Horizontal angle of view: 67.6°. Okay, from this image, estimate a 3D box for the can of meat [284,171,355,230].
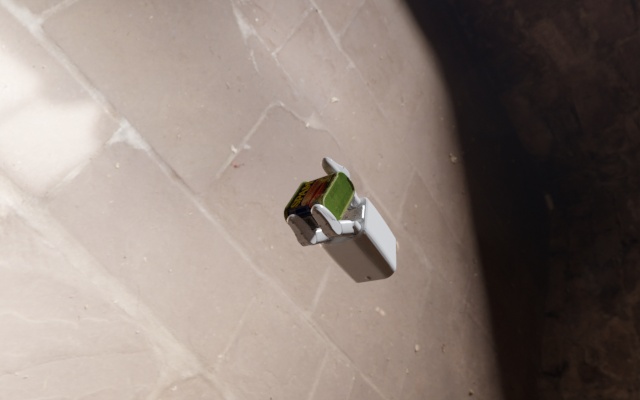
[{"bbox_3d":[0.000,0.002,0.791,0.084,0.057,0.102,-17,30,39],"label":"can of meat"}]
